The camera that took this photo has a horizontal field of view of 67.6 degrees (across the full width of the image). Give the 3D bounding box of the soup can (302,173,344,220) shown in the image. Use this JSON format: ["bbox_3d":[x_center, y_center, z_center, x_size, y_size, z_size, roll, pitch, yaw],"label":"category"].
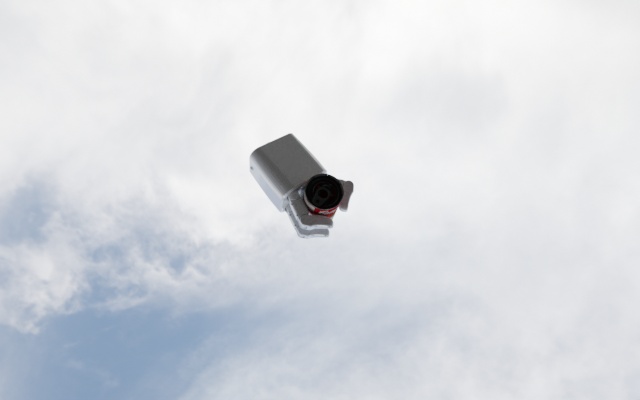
[{"bbox_3d":[0.000,0.003,0.866,0.068,0.068,0.102,0,-22,-8],"label":"soup can"}]
